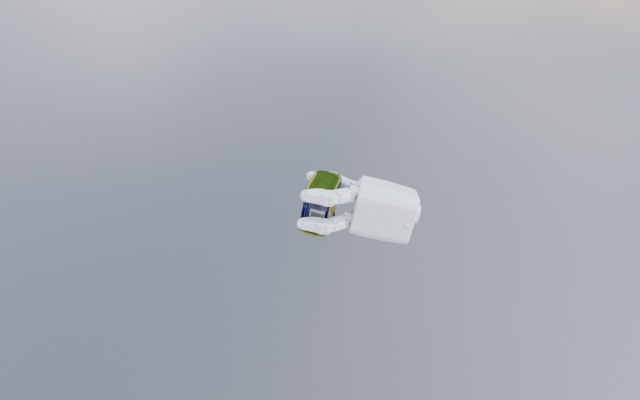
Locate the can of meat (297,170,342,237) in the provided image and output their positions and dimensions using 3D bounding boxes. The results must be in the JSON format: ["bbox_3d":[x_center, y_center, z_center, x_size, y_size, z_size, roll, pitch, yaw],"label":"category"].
[{"bbox_3d":[0.000,0.002,0.859,0.057,0.084,0.102,16,31,7],"label":"can of meat"}]
